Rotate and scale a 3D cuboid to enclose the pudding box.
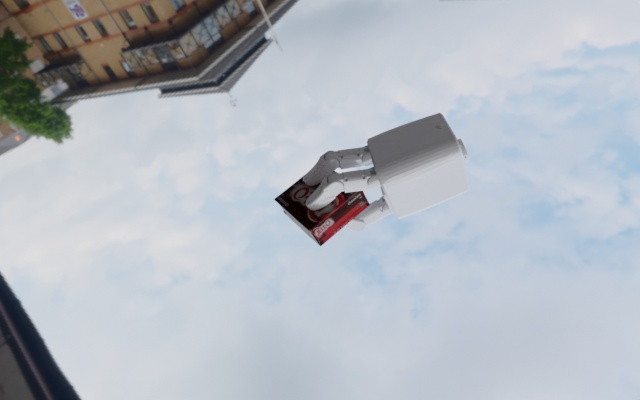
[{"bbox_3d":[0.000,0.002,0.663,0.090,0.039,0.113,-39,35,-11],"label":"pudding box"}]
